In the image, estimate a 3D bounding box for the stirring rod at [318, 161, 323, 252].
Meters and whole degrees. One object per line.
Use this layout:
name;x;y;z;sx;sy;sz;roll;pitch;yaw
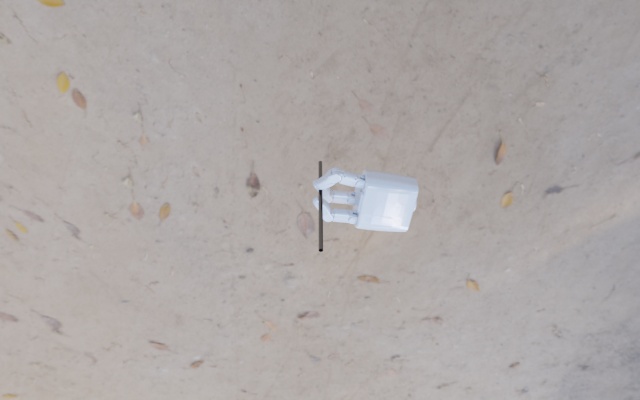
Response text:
stirring rod;0.000;0.003;0.898;0.011;0.011;0.239;0;43;0
